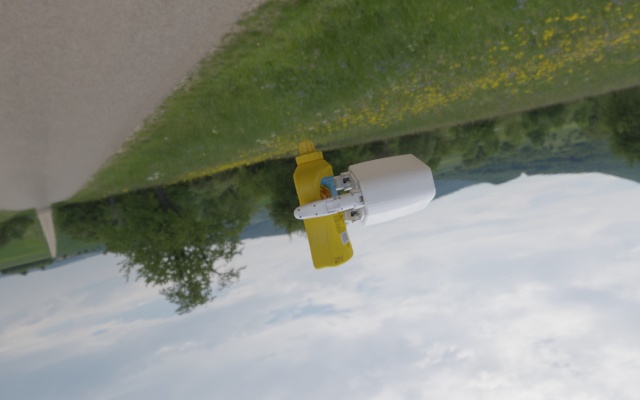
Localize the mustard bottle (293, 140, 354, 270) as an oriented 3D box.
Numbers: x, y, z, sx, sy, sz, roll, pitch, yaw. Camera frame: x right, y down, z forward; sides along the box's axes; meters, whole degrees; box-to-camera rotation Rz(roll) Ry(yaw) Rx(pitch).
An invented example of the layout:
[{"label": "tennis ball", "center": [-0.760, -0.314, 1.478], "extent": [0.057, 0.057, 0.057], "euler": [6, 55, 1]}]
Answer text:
[{"label": "mustard bottle", "center": [0.000, 0.003, 0.729], "extent": [0.058, 0.191, 0.096], "euler": [-12, 3, 22]}]
